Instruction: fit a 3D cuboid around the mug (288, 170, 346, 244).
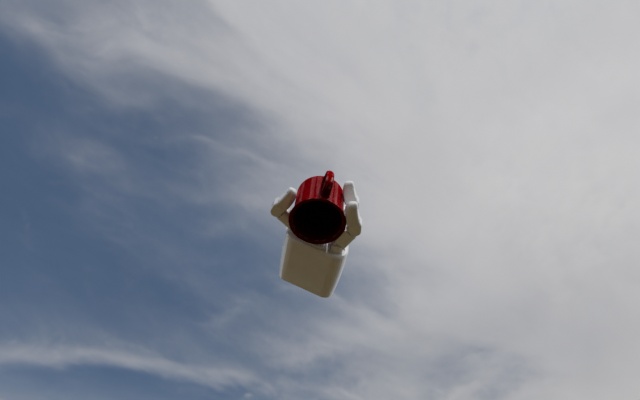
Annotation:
[{"bbox_3d":[0.000,0.001,0.787,0.093,0.117,0.081,13,35,-4],"label":"mug"}]
